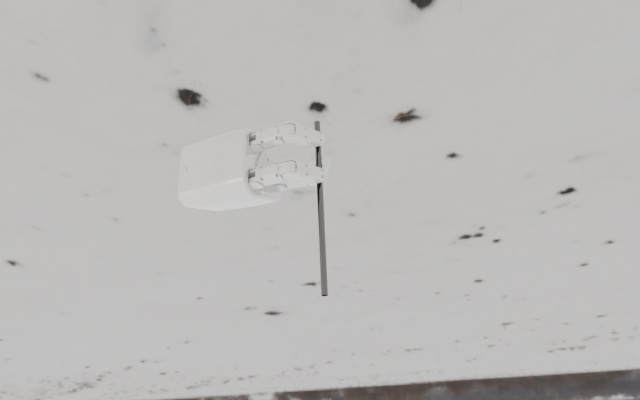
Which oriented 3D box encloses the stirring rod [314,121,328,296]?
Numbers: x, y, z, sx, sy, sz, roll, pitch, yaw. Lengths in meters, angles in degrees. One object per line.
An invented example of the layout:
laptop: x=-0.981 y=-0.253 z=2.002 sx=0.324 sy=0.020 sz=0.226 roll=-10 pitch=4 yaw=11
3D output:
stirring rod: x=0.000 y=0.002 z=0.610 sx=0.011 sy=0.239 sz=0.011 roll=-2 pitch=-24 yaw=-1
